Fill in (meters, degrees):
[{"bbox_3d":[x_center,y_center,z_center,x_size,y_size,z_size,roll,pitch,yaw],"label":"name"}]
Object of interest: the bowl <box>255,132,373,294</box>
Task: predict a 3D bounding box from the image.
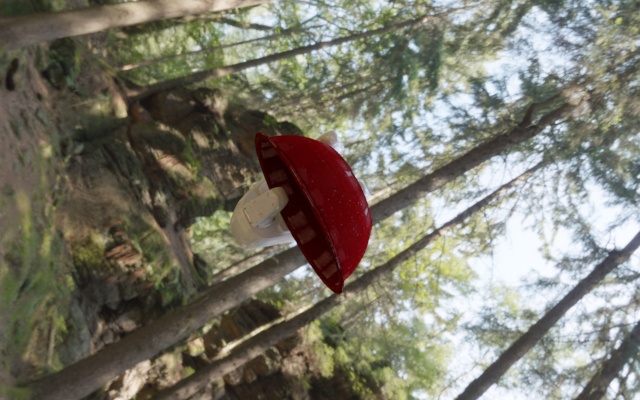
[{"bbox_3d":[0.001,0.001,0.436,0.055,0.162,0.162,-27,6,-13],"label":"bowl"}]
